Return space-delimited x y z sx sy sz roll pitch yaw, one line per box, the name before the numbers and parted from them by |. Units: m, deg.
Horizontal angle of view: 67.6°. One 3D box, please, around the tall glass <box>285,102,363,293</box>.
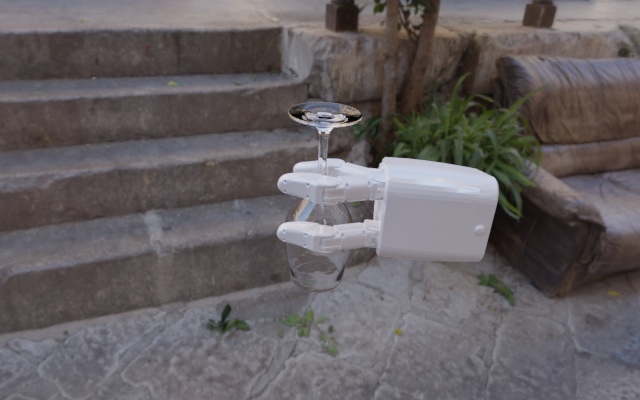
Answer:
tall glass | 0.000 0.001 0.516 0.079 0.201 0.079 3 28 -1
